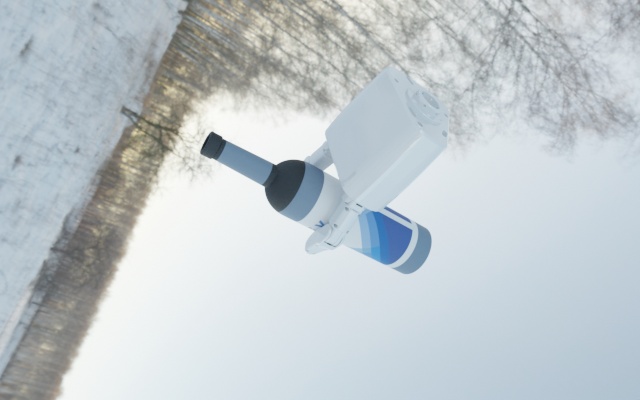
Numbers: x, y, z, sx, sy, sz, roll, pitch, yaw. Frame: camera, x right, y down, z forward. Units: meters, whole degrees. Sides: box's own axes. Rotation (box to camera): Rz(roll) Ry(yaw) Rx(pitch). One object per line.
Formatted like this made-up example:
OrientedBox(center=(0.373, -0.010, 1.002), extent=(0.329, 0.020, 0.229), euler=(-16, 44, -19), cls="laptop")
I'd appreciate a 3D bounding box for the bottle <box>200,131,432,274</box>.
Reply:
OrientedBox(center=(0.000, 0.002, 0.556), extent=(0.296, 0.069, 0.069), euler=(28, -12, -24), cls="bottle")
